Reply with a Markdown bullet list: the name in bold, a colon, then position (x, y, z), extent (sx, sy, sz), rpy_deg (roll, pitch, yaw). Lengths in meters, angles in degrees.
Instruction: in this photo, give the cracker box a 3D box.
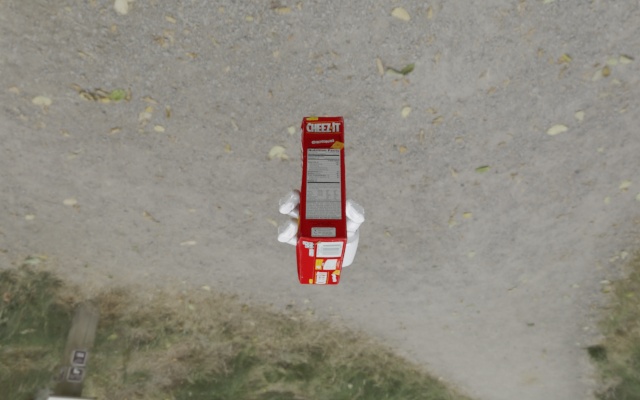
- **cracker box**: position (0.000, 0.003, 0.744), extent (0.072, 0.213, 0.164), rpy_deg (1, -31, -2)
